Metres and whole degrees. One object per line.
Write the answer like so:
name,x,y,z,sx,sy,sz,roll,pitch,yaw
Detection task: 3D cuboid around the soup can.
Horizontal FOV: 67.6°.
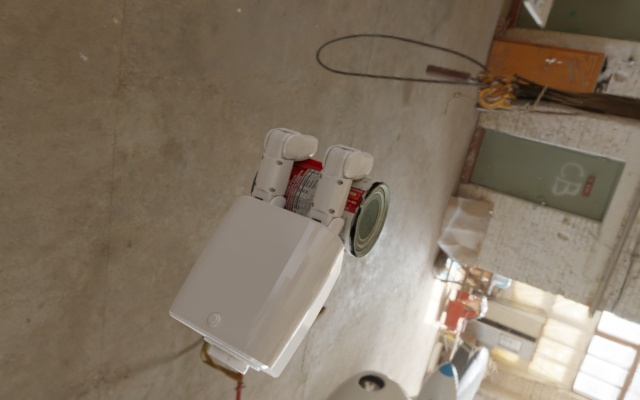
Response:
soup can,0.001,0.001,0.414,0.102,0.068,0.068,20,9,26
